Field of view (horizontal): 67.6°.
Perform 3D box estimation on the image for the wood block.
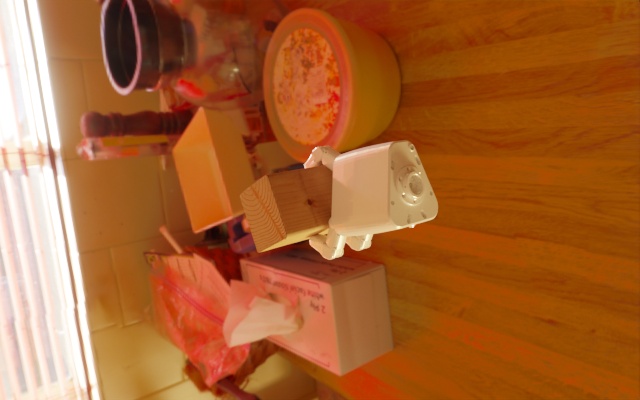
[{"bbox_3d":[0.000,0.002,0.711,0.206,0.091,0.090,-12,-11,-37],"label":"wood block"}]
